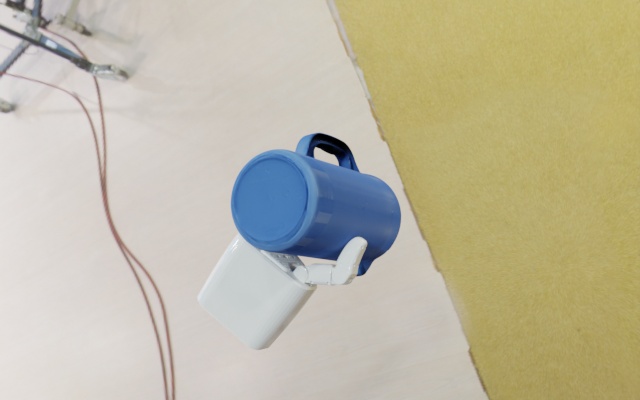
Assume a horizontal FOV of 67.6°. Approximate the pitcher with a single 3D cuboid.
[{"bbox_3d":[0.000,0.002,0.595,0.149,0.145,0.243,41,11,25],"label":"pitcher"}]
